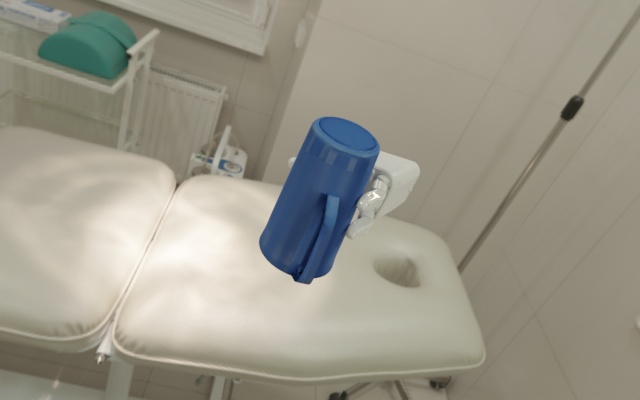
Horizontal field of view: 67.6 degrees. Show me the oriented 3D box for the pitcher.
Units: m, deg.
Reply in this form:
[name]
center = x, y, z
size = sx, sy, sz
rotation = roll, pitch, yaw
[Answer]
[pitcher]
center = 0.000, 0.002, 0.745
size = 0.149, 0.243, 0.145
rotation = 40, 35, 25
